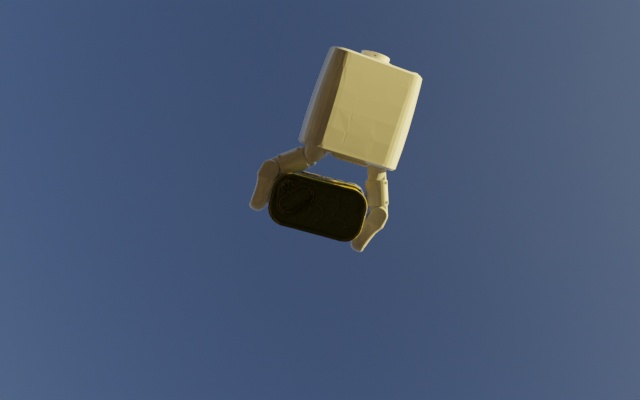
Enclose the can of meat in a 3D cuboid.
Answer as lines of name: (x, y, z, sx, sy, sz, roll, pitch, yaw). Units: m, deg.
can of meat: (0.000, 0.002, 0.539, 0.102, 0.057, 0.084, 15, 9, 3)
